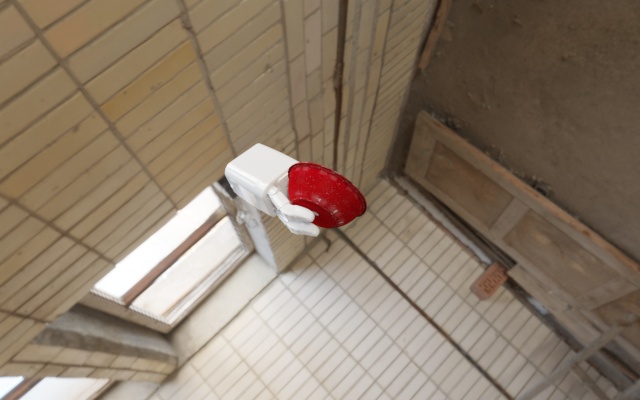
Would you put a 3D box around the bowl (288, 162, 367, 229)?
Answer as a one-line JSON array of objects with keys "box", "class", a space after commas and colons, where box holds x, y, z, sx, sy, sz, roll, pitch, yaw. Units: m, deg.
[{"box": [0.001, 0.003, 0.862, 0.162, 0.055, 0.162, 23, -26, 12], "class": "bowl"}]
